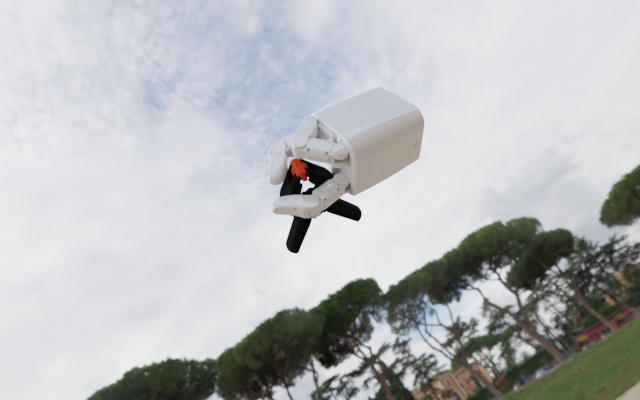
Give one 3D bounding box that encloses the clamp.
[{"bbox_3d":[0.000,0.002,0.646,0.120,0.039,0.172,-27,-33,-15],"label":"clamp"}]
